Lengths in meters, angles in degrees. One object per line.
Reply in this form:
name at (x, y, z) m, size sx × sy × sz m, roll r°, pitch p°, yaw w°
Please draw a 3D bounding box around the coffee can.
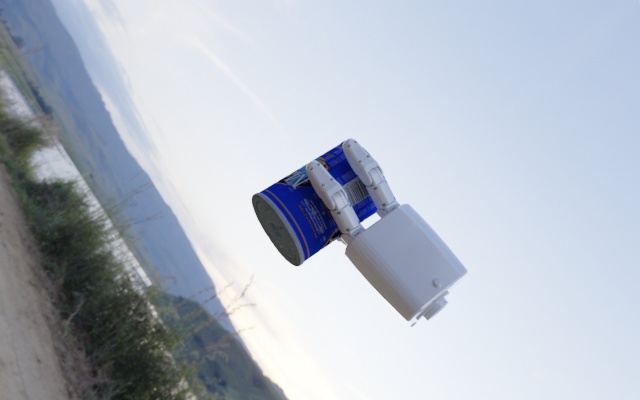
coffee can at (0.000, 0.002, 0.598) m, size 0.140 × 0.103 × 0.103 m, roll -33°, pitch 12°, yaw -20°
